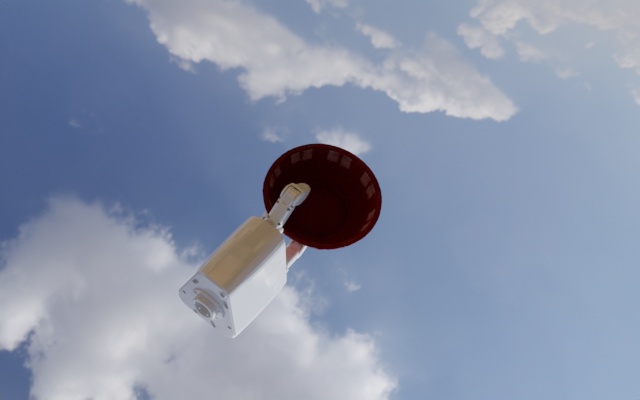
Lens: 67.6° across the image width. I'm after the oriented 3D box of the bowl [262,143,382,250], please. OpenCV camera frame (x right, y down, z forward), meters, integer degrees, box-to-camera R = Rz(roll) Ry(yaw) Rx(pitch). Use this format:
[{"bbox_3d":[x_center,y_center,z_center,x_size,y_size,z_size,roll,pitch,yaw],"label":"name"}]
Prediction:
[{"bbox_3d":[0.001,0.002,0.662,0.162,0.162,0.055,0,-27,-9],"label":"bowl"}]
